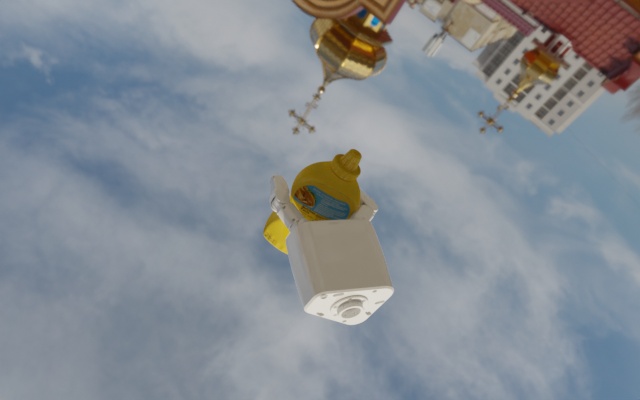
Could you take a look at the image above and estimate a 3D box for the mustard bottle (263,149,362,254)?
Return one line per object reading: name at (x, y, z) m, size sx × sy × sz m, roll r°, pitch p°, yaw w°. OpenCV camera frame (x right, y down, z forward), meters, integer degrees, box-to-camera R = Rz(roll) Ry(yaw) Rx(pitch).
mustard bottle at (0.000, 0.002, 0.670) m, size 0.096 × 0.192 × 0.058 m, roll 28°, pitch 37°, yaw -11°
